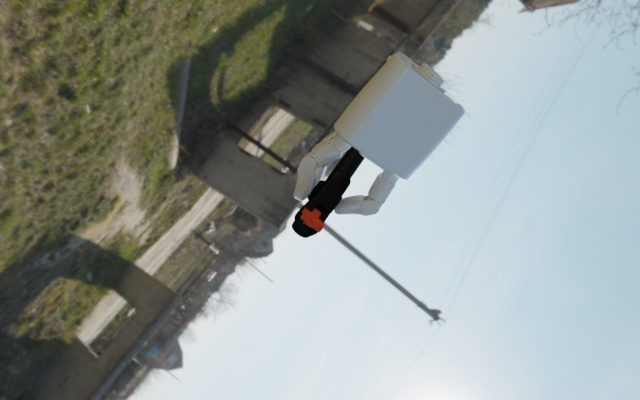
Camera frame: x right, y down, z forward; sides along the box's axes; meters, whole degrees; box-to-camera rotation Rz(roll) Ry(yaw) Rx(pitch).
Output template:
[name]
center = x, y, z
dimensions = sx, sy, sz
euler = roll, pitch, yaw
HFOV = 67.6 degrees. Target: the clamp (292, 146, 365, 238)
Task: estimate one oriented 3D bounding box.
[clamp]
center = 0.001, 0.002, 0.604
dimensions = 0.036, 0.165, 0.210
euler = 37, 24, -3
